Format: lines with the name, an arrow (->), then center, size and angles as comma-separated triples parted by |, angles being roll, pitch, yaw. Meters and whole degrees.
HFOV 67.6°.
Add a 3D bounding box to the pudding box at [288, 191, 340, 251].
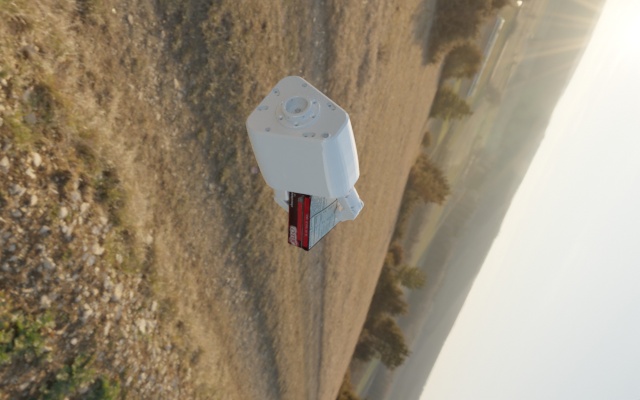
pudding box -> 0.000, 0.002, 0.648 | 0.039, 0.090, 0.113 | 23, 36, 26
